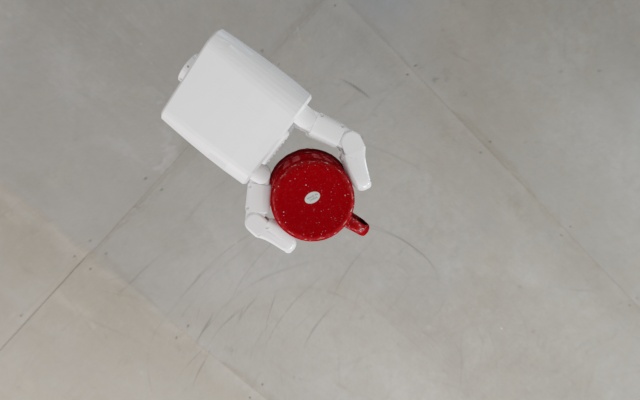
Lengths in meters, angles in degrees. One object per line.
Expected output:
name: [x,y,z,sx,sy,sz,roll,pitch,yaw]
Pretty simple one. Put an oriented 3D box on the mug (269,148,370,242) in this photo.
mug: [0.001,0.003,0.491,0.117,0.093,0.081,36,5,-8]
